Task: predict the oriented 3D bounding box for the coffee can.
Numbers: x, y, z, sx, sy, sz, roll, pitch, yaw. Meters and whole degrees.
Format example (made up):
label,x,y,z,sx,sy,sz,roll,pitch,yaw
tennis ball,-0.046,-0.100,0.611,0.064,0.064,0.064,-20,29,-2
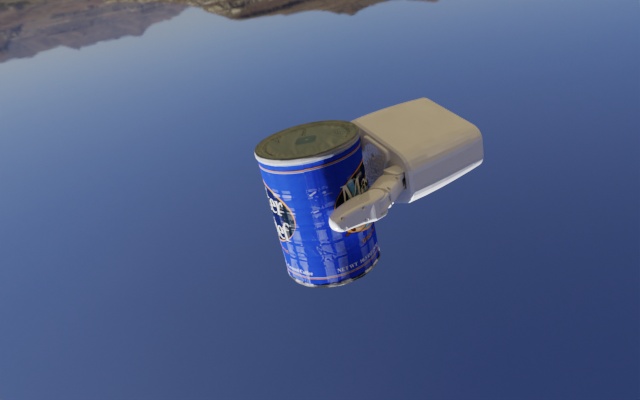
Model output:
label,x,y,z,sx,sy,sz,roll,pitch,yaw
coffee can,0.000,0.002,0.487,0.103,0.140,0.102,-10,25,5
